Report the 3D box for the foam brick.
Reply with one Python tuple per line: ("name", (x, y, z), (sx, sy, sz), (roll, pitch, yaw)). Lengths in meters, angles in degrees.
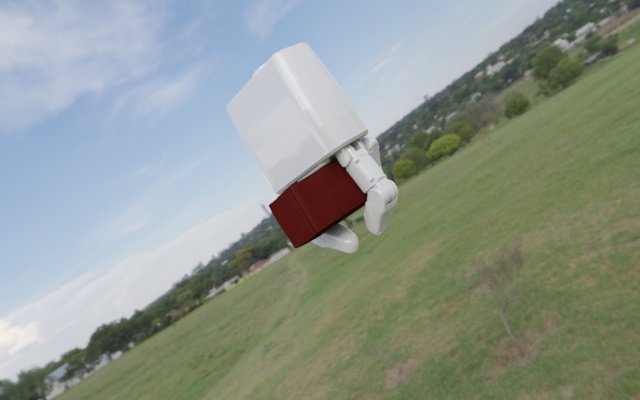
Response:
("foam brick", (0.000, 0.002, 0.456), (0.078, 0.051, 0.053), (-32, -1, -34))
